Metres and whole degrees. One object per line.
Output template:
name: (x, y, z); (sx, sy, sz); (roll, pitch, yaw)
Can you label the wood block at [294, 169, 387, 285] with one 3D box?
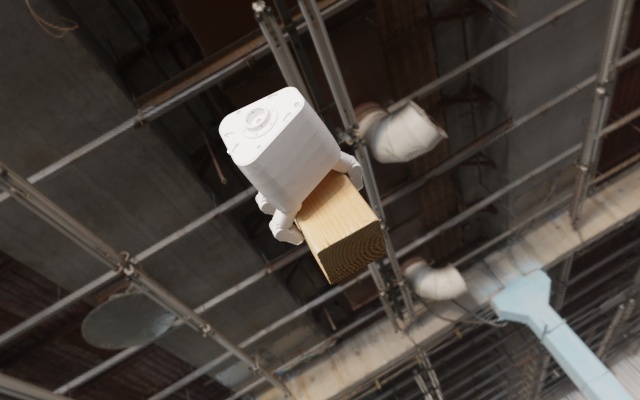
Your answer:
wood block: (0.000, 0.002, 0.681); (0.091, 0.206, 0.090); (-28, -39, -5)
